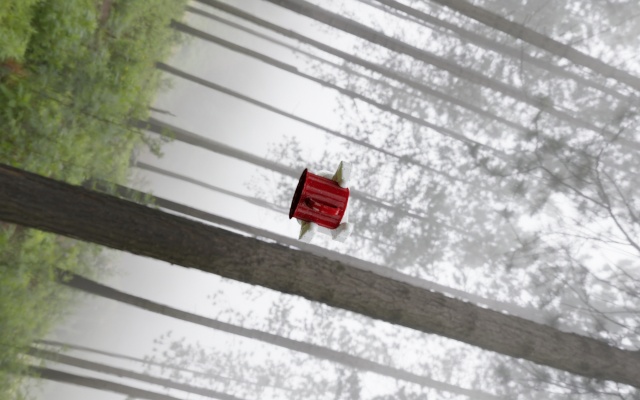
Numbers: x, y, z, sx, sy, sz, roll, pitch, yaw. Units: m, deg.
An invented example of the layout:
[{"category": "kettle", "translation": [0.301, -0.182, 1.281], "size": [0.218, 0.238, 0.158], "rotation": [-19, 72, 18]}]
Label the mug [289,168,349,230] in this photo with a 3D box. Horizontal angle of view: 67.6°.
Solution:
[{"category": "mug", "translation": [0.001, 0.003, 0.805], "size": [0.081, 0.093, 0.117], "rotation": [18, 6, -10]}]
